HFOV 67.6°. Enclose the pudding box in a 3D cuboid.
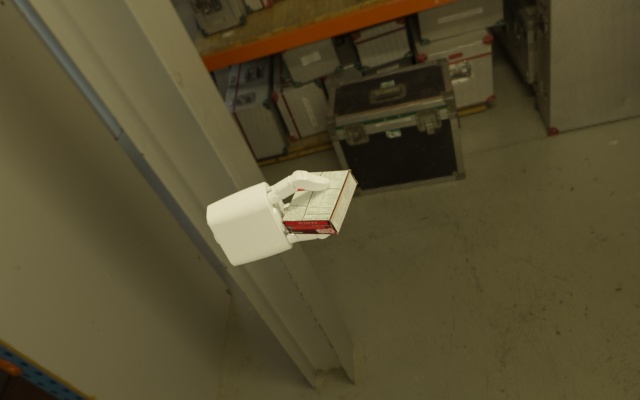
[{"bbox_3d":[0.000,0.002,0.768,0.090,0.113,0.039,-1,-41,30],"label":"pudding box"}]
